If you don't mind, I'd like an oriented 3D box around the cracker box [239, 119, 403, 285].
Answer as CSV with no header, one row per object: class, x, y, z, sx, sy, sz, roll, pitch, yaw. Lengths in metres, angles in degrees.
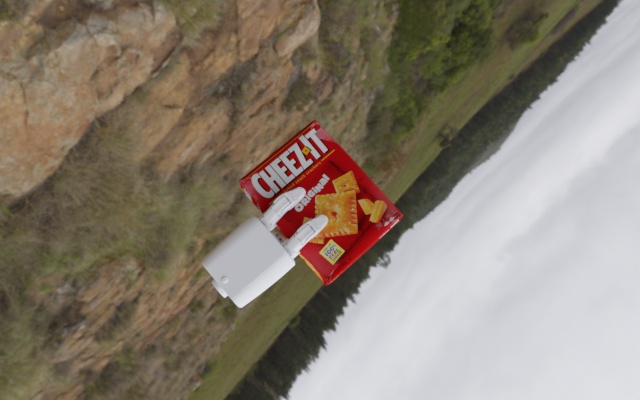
cracker box,0.000,0.003,0.768,0.164,0.213,0.072,-41,-6,-11
